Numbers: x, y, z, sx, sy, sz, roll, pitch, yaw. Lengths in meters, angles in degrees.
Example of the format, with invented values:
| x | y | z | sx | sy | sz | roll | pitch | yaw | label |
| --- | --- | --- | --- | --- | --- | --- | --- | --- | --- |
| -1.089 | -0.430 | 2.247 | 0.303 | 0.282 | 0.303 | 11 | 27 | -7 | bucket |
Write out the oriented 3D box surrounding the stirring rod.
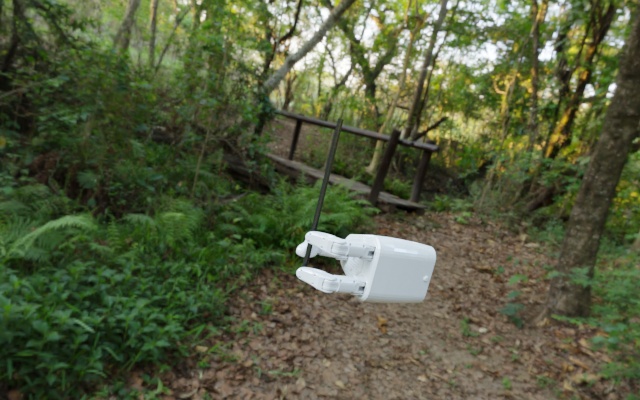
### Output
| x | y | z | sx | sy | sz | roll | pitch | yaw | label |
| --- | --- | --- | --- | --- | --- | --- | --- | --- | --- |
| 0.000 | 0.002 | 0.682 | 0.011 | 0.239 | 0.011 | 13 | 10 | -2 | stirring rod |
